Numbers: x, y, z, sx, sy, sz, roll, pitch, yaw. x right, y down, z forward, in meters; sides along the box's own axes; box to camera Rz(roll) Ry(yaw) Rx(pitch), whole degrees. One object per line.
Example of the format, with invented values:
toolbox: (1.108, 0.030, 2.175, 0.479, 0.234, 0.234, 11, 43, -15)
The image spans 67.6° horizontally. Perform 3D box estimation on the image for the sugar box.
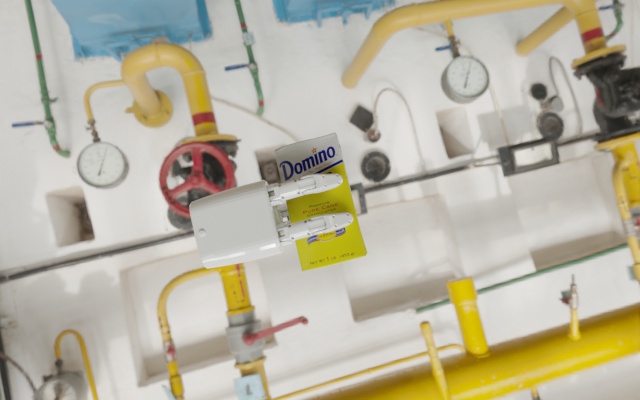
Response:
sugar box: (0.000, 0.002, 0.668, 0.093, 0.176, 0.048, -15, -5, 5)
